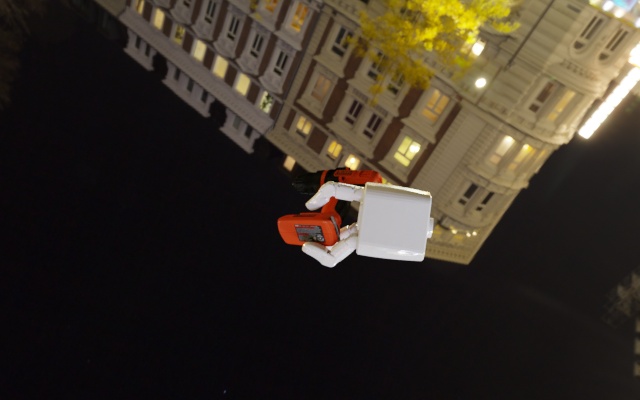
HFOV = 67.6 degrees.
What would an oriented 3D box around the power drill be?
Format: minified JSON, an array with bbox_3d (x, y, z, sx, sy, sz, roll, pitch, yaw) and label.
[{"bbox_3d":[0.000,0.003,0.855,0.184,0.057,0.187,-1,34,30],"label":"power drill"}]
